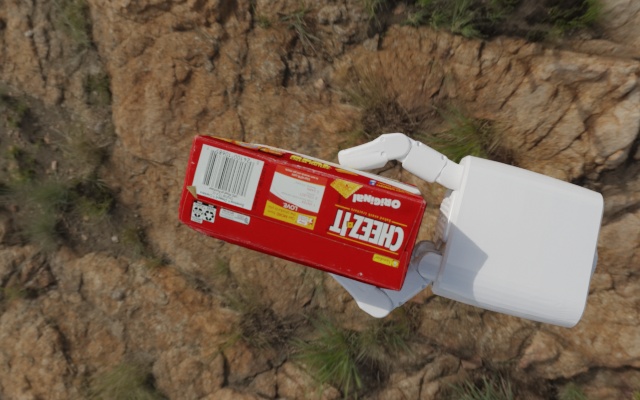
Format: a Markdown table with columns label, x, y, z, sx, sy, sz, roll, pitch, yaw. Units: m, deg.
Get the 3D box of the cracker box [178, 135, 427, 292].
| label | x | y | z | sx | sy | sz | roll | pitch | yaw |
| --- | --- | --- | --- | --- | --- | --- | --- | --- | --- |
| cracker box | 0.000 | 0.001 | 0.418 | 0.164 | 0.072 | 0.213 | 16 | 6 | 8 |
